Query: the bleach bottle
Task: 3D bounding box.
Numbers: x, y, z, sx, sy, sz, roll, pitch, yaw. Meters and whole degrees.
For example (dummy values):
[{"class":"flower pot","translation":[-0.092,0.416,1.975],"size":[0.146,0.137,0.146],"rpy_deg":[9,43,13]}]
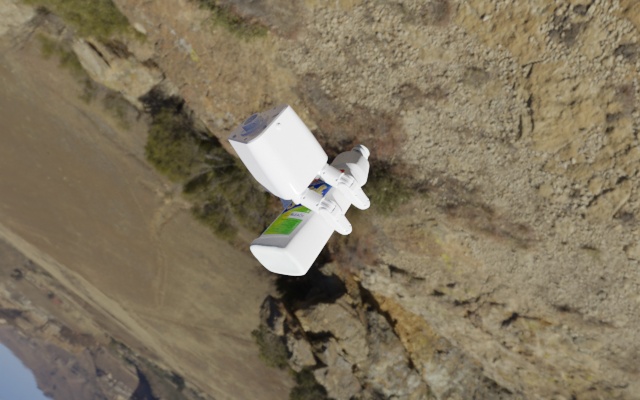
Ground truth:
[{"class":"bleach bottle","translation":[0.000,0.003,0.762],"size":[0.102,0.068,0.250],"rpy_deg":[-2,43,48]}]
